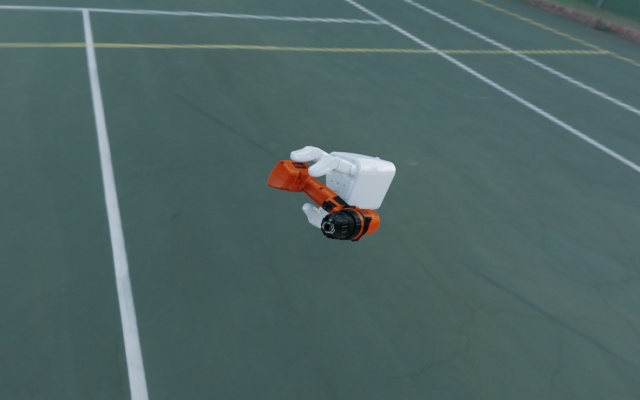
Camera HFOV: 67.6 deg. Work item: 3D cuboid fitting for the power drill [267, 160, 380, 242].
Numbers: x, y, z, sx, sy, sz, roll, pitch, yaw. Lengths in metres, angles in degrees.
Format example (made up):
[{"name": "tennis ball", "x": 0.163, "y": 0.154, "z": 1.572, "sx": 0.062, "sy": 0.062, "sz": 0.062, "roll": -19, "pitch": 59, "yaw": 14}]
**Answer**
[{"name": "power drill", "x": 0.000, "y": 0.002, "z": 0.820, "sx": 0.187, "sy": 0.057, "sz": 0.184, "roll": 38, "pitch": 14, "yaw": 21}]
